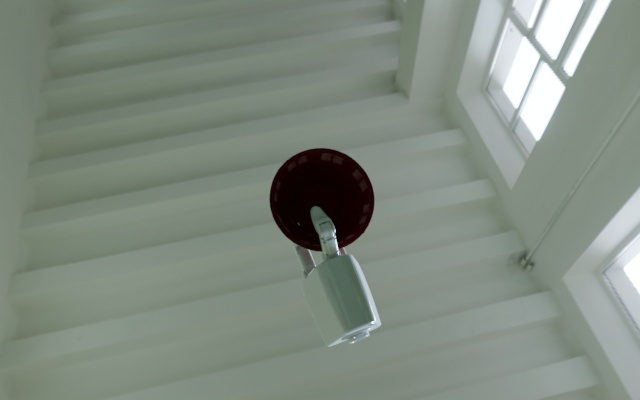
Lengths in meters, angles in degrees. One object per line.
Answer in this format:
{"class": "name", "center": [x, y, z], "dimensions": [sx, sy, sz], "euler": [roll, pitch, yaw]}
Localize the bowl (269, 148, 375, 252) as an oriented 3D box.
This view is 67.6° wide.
{"class": "bowl", "center": [0.000, 0.001, 0.749], "dimensions": [0.162, 0.162, 0.055], "euler": [0, -12, -8]}
